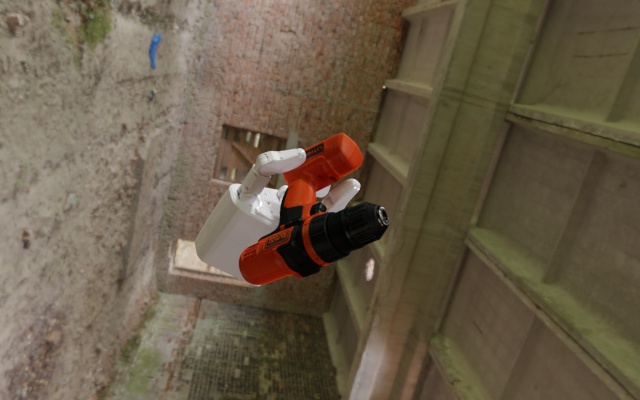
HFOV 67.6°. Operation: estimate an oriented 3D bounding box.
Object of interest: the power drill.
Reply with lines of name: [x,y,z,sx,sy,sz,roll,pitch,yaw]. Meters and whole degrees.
power drill: [0.000,0.002,0.550,0.184,0.057,0.187,-22,31,29]
